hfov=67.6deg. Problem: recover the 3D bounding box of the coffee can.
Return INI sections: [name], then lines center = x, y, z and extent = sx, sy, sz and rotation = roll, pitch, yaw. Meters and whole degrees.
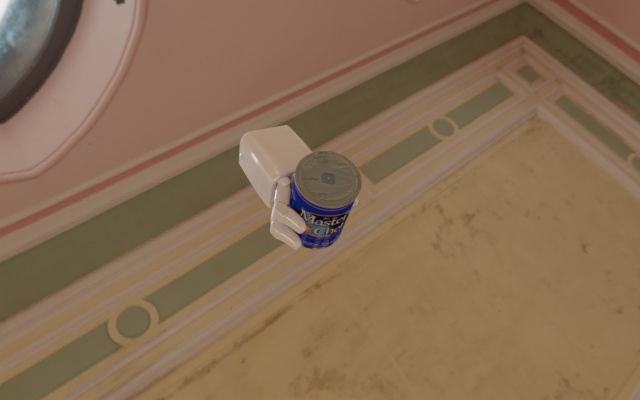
[coffee can]
center = 0.000, 0.003, 0.775
extent = 0.103, 0.102, 0.140
rotation = 0, -32, -12
